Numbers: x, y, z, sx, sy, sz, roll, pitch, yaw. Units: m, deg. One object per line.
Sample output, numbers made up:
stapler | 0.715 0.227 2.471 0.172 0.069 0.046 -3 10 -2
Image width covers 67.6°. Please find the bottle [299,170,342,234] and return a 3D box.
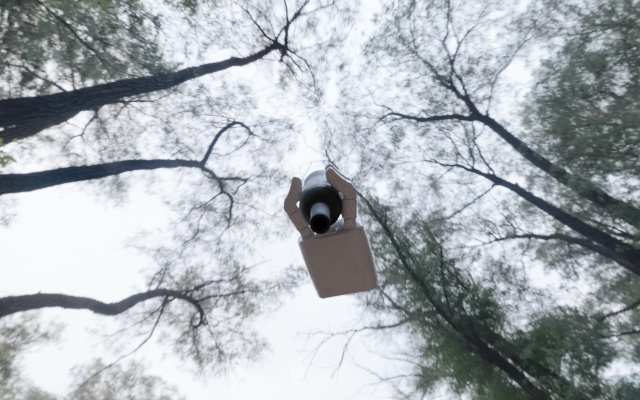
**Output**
bottle | 0.000 0.002 0.762 0.069 0.069 0.295 0 11 0
